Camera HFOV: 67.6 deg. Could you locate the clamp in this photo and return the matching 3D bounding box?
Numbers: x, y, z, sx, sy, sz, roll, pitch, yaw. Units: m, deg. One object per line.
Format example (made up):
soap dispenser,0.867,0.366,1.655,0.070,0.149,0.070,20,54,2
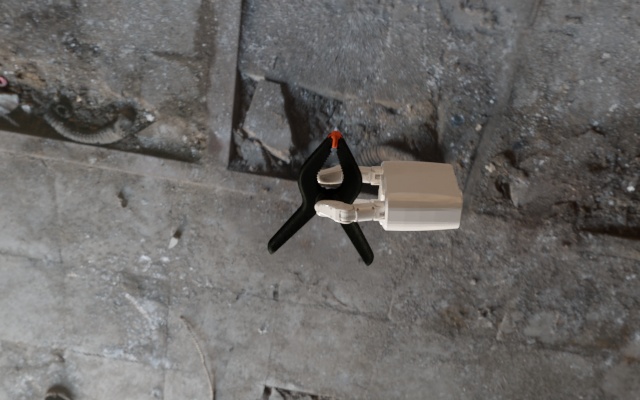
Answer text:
clamp,0.000,0.002,0.706,0.164,0.210,0.036,0,22,1
